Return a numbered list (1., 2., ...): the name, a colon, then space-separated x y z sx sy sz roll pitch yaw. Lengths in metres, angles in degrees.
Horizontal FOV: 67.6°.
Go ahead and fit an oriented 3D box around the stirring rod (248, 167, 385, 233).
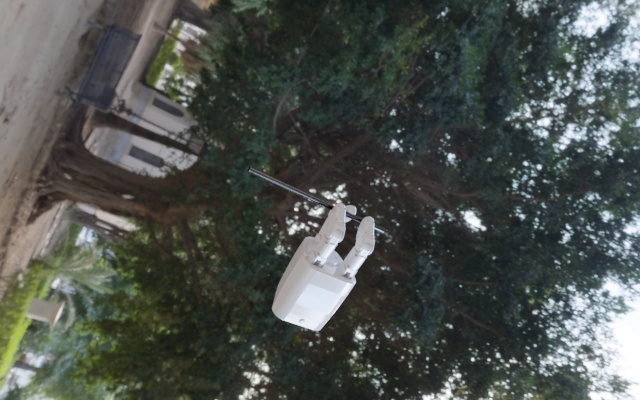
1. stirring rod: 0.000 0.002 0.717 0.239 0.011 0.011 25 -10 -23
